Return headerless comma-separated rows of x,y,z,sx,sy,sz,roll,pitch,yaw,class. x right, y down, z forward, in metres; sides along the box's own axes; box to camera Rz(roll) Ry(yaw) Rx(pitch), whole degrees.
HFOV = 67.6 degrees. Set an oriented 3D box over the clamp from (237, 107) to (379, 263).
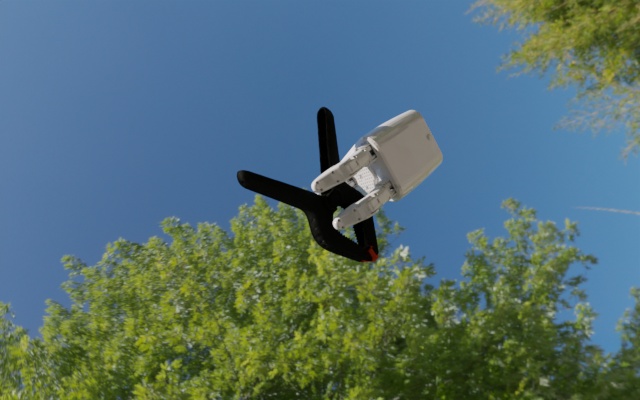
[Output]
0.000,0.002,0.618,0.164,0.210,0.036,-35,9,-29,clamp
